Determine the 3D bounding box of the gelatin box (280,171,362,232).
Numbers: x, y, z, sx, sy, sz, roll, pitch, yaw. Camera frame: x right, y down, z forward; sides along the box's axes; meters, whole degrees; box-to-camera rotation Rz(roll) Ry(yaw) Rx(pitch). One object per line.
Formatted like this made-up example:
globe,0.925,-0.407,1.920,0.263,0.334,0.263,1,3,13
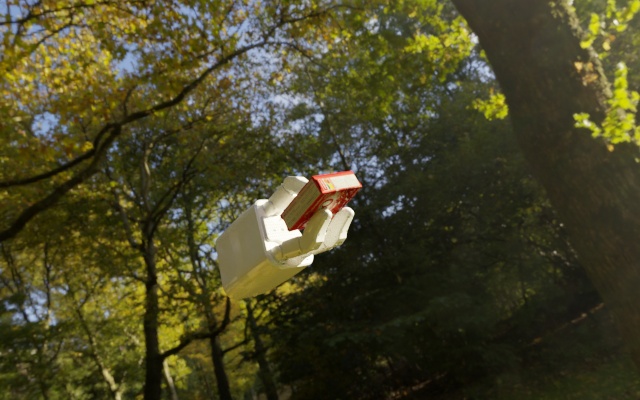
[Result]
gelatin box,0.000,0.001,0.619,0.073,0.030,0.089,-10,-29,-44
